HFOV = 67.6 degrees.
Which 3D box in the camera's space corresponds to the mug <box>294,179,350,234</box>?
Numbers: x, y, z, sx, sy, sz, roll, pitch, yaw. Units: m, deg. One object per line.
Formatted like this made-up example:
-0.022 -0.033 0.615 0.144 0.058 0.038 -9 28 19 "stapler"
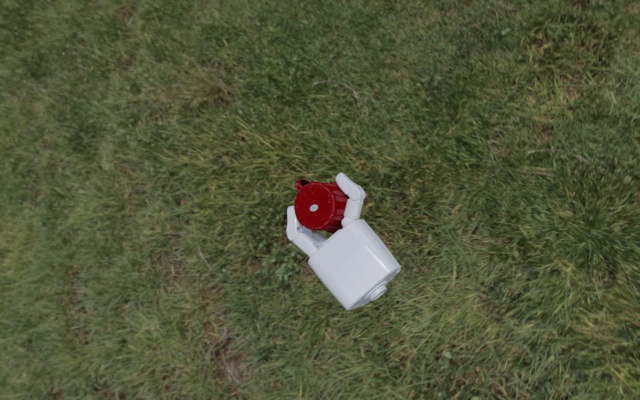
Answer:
-0.001 0.002 0.827 0.117 0.093 0.081 48 19 22 "mug"
